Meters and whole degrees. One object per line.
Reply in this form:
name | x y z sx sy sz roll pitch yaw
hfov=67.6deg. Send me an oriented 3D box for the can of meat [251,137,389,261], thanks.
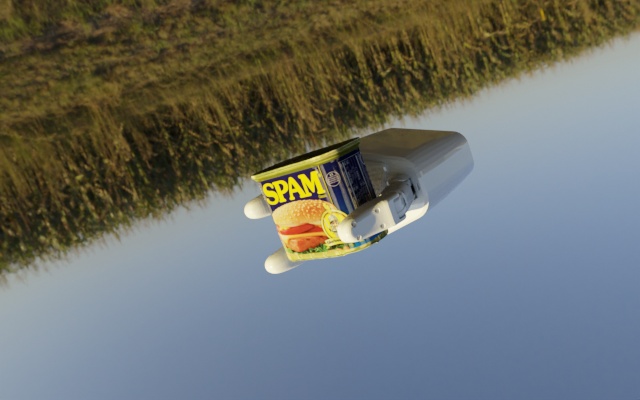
can of meat | 0.000 0.002 0.410 0.102 0.084 0.057 -12 13 43
